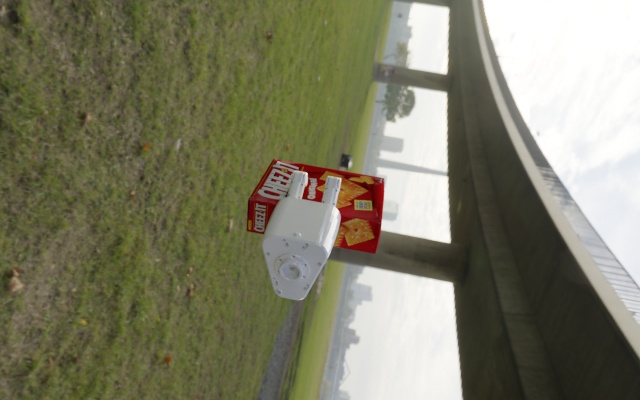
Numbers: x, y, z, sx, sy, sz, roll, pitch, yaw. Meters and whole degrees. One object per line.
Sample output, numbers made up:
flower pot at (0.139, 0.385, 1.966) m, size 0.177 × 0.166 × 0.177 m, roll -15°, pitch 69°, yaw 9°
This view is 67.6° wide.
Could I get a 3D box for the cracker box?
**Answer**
cracker box at (0.000, 0.003, 0.818) m, size 0.213 × 0.072 × 0.164 m, roll 11°, pitch 29°, yaw 5°
